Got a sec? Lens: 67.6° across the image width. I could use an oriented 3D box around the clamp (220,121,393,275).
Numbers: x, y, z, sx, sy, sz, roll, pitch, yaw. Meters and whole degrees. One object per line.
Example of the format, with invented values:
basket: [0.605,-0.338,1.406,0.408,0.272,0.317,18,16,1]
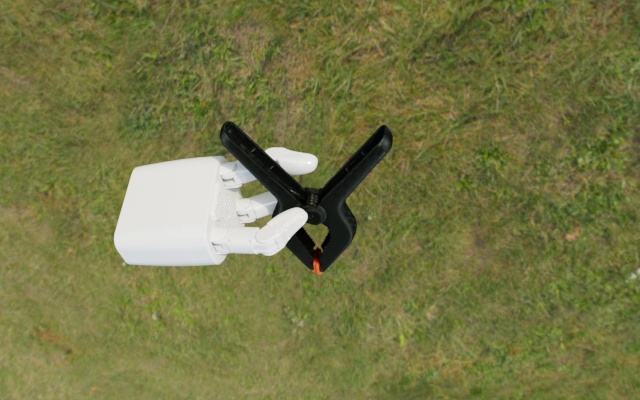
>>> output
clamp: [0.000,0.003,0.505,0.164,0.210,0.036,-2,42,14]
